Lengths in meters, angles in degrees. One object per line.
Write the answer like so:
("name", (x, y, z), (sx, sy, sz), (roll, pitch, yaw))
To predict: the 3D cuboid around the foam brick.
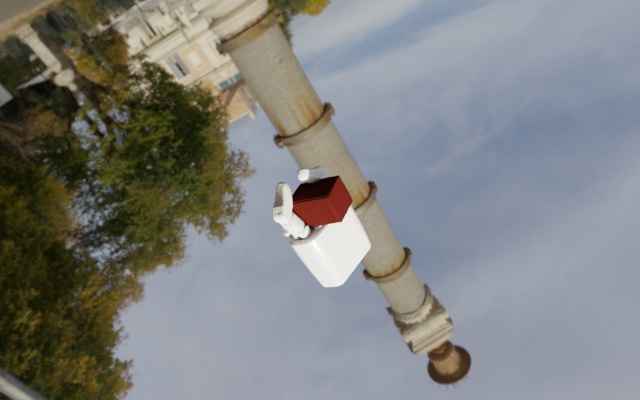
("foam brick", (0.000, 0.002, 0.726), (0.078, 0.051, 0.053), (-10, 33, 36))
